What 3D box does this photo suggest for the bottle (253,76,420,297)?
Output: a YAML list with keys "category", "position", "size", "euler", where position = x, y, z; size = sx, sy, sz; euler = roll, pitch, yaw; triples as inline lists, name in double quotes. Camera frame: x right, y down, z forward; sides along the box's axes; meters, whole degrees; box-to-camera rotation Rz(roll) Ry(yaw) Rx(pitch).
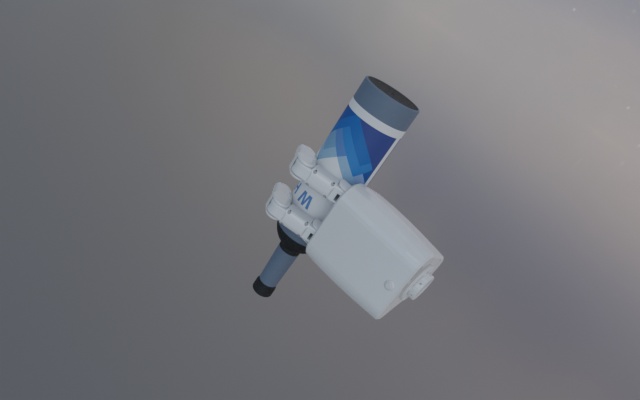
- category: "bottle"
  position: [0.000, 0.002, 0.550]
  size: [0.069, 0.296, 0.069]
  euler: [28, 25, -14]
